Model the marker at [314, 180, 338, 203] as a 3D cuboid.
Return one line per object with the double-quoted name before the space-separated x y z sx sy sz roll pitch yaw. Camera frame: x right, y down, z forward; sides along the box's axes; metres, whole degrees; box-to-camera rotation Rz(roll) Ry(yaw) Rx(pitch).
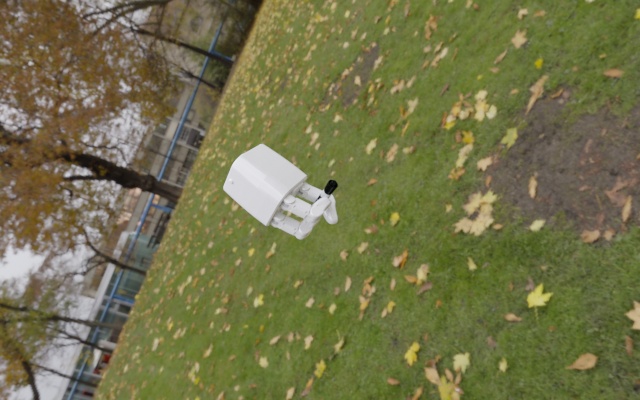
"marker" 0.000 0.003 0.865 0.020 0.020 0.121 0 -35 -29
